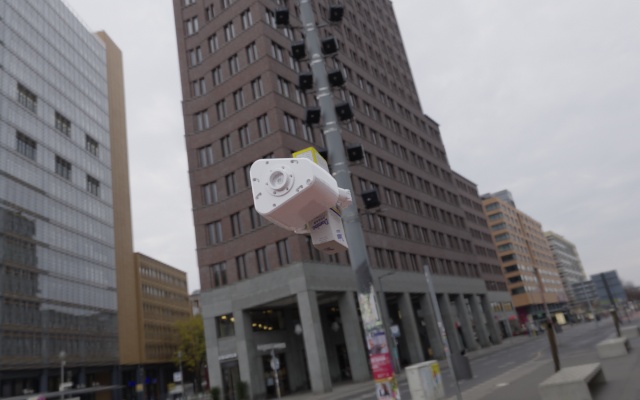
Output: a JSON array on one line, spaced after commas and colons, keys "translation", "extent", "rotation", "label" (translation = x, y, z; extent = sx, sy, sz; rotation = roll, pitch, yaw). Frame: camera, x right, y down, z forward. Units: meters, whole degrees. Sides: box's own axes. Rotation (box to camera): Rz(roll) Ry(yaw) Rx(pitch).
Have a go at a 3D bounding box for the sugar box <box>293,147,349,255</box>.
[{"translation": [0.000, 0.003, 0.855], "extent": [0.048, 0.176, 0.093], "rotation": [-16, -20, 14], "label": "sugar box"}]
